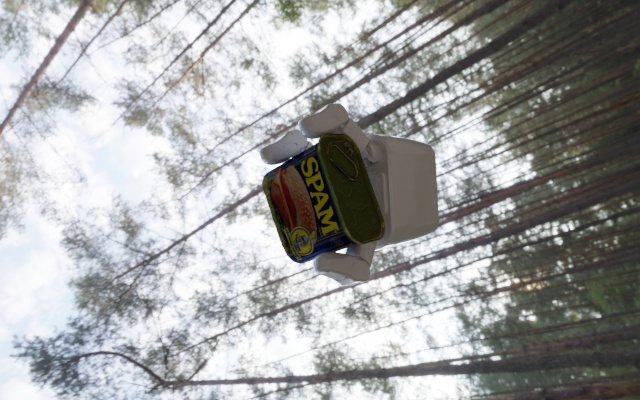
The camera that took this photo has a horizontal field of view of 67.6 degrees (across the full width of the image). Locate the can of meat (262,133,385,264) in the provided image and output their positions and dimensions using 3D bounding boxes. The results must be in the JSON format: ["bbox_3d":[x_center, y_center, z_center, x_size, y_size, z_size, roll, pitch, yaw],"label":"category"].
[{"bbox_3d":[0.000,0.002,0.443,0.084,0.102,0.057,-25,-11,39],"label":"can of meat"}]
